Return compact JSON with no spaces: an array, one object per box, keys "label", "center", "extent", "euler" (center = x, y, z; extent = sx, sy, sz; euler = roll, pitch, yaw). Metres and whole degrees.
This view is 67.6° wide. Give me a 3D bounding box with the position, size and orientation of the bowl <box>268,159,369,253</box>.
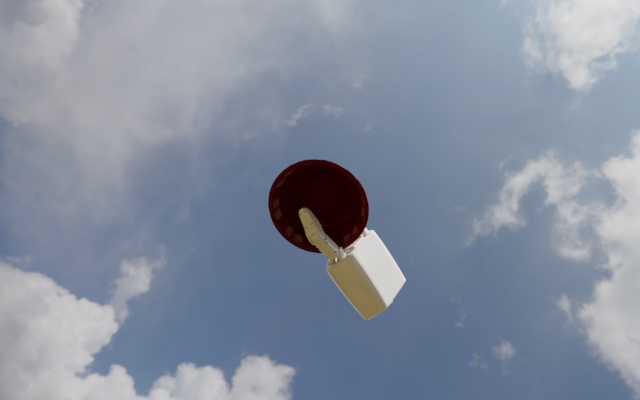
[{"label":"bowl","center":[0.000,0.001,0.772],"extent":[0.162,0.162,0.055],"euler":[0,23,11]}]
